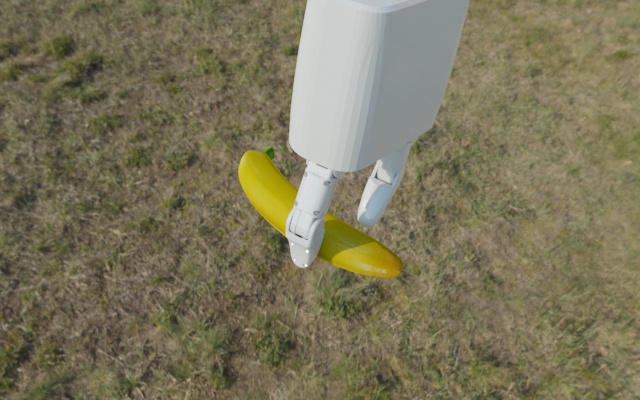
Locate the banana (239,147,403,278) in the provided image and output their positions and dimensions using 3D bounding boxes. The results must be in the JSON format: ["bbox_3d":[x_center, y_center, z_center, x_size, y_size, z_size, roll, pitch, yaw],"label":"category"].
[{"bbox_3d":[-0.017,0.005,0.410,0.069,0.037,0.197,-19,48,-34],"label":"banana"}]
